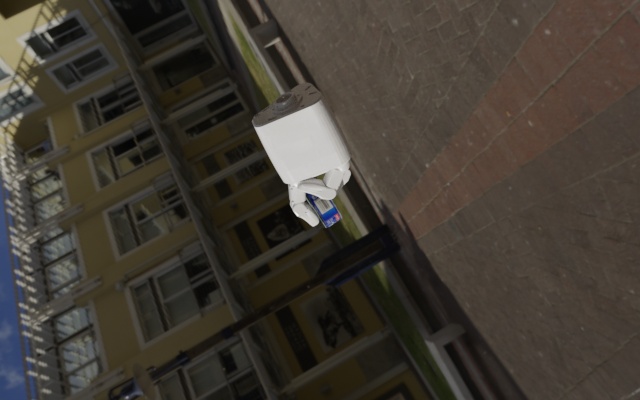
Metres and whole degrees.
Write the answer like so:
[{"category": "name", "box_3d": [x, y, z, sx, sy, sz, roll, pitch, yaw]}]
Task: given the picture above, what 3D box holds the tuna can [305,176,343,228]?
[{"category": "tuna can", "box_3d": [0.000, 0.003, 0.797, 0.034, 0.086, 0.086, -34, 2, -3]}]
